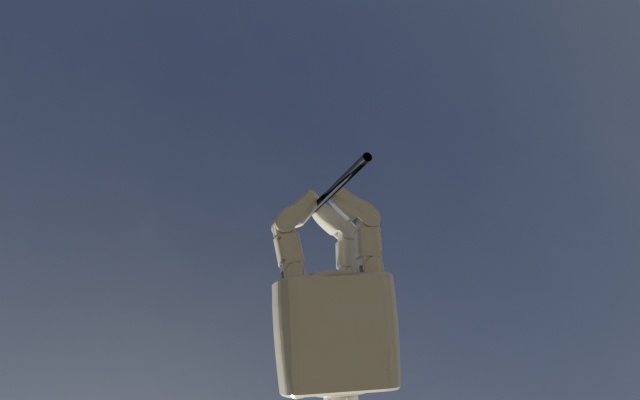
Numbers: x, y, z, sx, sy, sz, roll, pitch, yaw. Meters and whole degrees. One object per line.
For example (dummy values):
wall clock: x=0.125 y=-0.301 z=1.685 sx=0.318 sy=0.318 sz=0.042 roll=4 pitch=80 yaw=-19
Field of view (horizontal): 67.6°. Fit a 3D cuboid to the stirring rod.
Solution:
stirring rod: x=0.000 y=0.002 z=0.488 sx=0.011 sy=0.011 sz=0.239 roll=0 pitch=-18 yaw=-19
